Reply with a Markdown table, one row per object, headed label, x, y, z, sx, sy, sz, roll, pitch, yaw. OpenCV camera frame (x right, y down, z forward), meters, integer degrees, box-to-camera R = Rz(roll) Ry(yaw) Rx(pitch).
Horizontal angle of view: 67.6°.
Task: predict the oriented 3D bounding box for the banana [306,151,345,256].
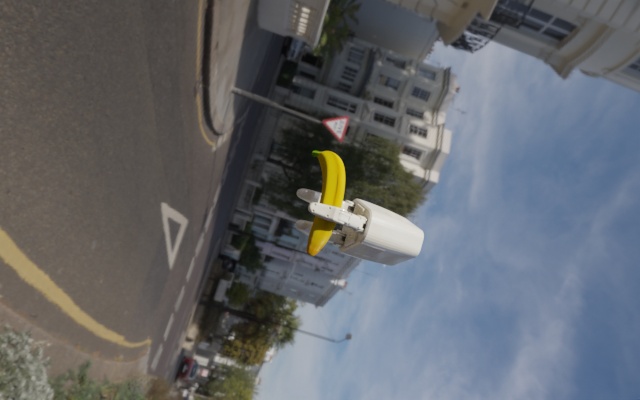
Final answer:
| label | x | y | z | sx | sy | sz | roll | pitch | yaw |
| --- | --- | --- | --- | --- | --- | --- | --- | --- | --- |
| banana | 0.011 | -0.007 | 0.784 | 0.037 | 0.197 | 0.070 | 21 | -32 | -28 |
